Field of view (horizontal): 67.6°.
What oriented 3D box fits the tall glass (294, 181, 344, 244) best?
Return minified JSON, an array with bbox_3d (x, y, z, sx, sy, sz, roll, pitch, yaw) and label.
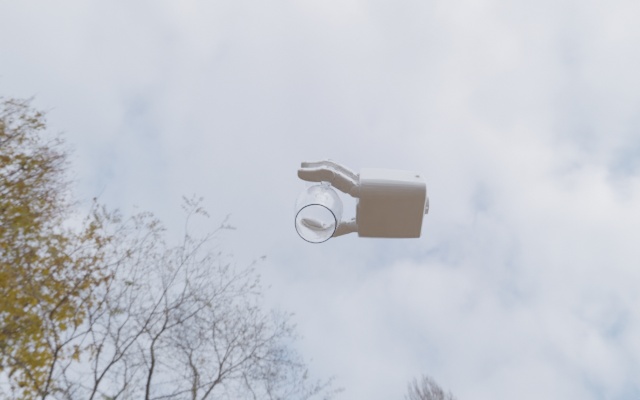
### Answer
[{"bbox_3d":[0.000,0.002,0.784,0.079,0.079,0.201,0,19,5],"label":"tall glass"}]
